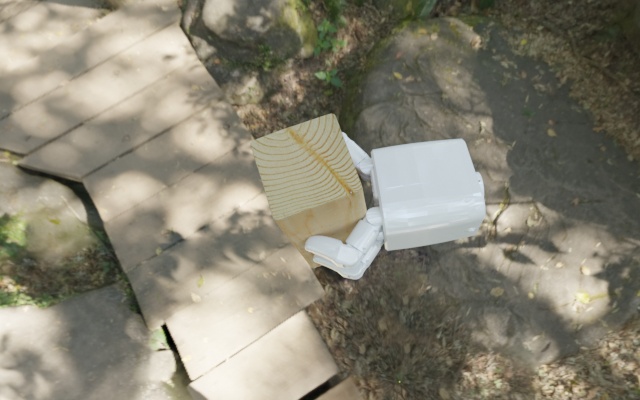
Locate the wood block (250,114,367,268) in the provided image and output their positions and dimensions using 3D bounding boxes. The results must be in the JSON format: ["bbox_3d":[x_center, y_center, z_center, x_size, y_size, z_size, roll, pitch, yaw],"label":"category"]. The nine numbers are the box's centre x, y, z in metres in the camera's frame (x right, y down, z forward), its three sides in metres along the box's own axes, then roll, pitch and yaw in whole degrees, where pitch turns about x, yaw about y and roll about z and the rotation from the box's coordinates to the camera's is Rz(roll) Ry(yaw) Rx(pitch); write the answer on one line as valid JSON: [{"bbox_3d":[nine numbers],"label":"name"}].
[{"bbox_3d":[0.000,0.001,0.546,0.090,0.090,0.206,-19,-22,2],"label":"wood block"}]
